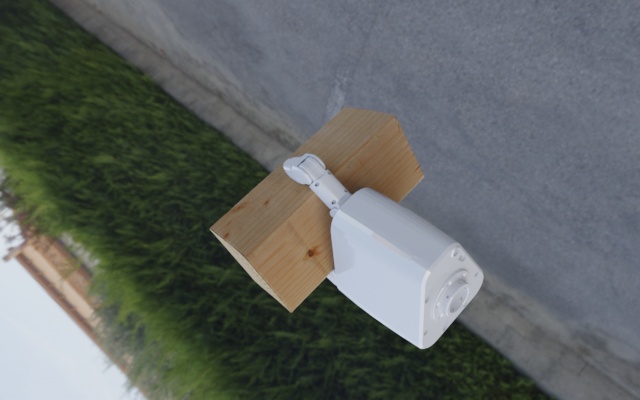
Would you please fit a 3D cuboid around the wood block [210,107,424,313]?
[{"bbox_3d":[0.000,0.002,0.509,0.206,0.091,0.090,-44,34,-16],"label":"wood block"}]
